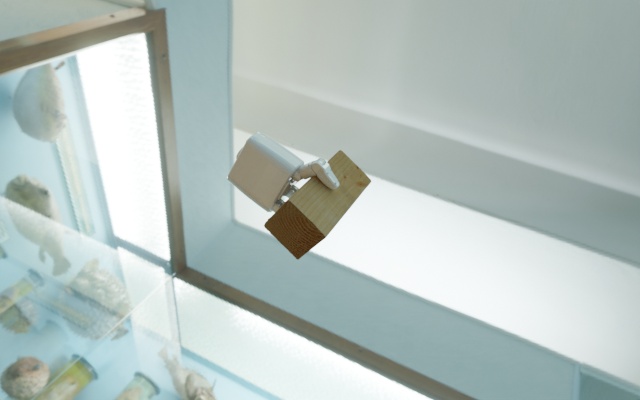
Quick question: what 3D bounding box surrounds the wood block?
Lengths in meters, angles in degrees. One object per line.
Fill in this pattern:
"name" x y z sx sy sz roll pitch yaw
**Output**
"wood block" 0.000 0.002 0.882 0.091 0.090 0.206 -43 3 41
